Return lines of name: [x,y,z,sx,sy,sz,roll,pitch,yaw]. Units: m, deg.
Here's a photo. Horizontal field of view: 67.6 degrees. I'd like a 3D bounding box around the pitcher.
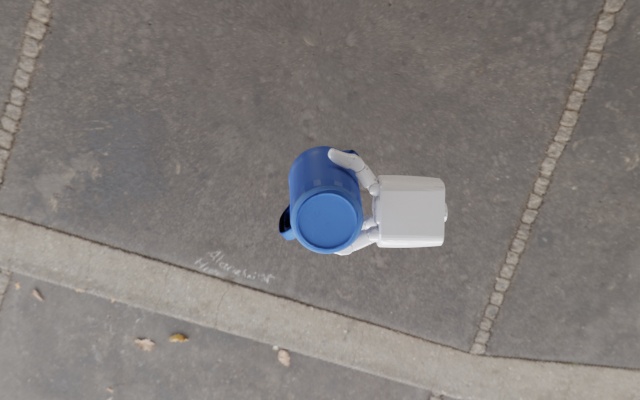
pitcher: [0.000,0.003,0.805,0.145,0.149,0.242,3,17,-2]
